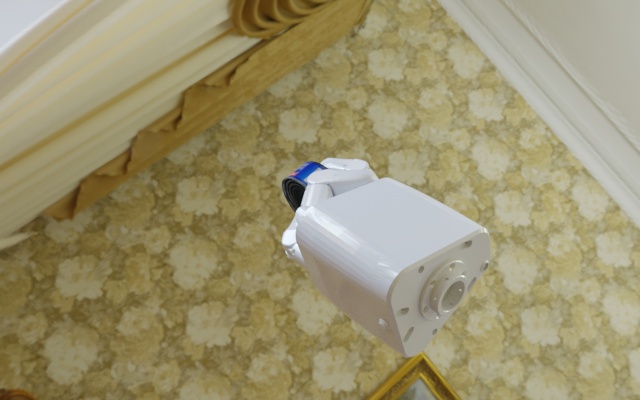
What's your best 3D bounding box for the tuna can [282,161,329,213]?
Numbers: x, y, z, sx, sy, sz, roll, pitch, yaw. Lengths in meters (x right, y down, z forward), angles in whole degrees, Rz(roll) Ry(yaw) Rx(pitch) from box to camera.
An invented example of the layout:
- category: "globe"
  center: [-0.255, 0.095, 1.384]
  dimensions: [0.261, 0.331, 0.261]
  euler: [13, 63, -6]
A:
- category: "tuna can"
  center: [0.000, 0.001, 0.501]
  dimensions: [0.033, 0.086, 0.086]
  euler: [-40, 16, -20]
